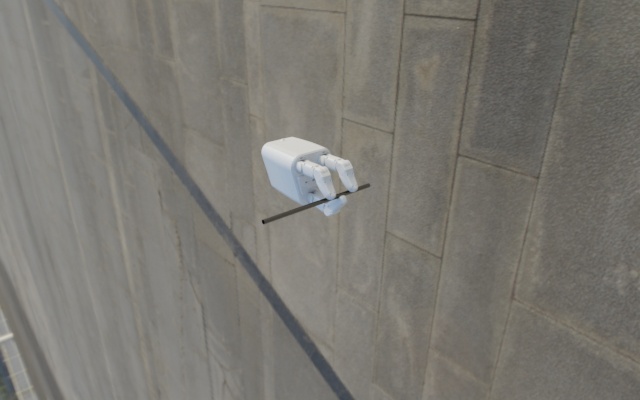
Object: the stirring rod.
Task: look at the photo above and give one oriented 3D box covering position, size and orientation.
[{"bbox_3d":[0.000,0.003,0.829,0.239,0.011,0.011,-19,12,-37],"label":"stirring rod"}]
